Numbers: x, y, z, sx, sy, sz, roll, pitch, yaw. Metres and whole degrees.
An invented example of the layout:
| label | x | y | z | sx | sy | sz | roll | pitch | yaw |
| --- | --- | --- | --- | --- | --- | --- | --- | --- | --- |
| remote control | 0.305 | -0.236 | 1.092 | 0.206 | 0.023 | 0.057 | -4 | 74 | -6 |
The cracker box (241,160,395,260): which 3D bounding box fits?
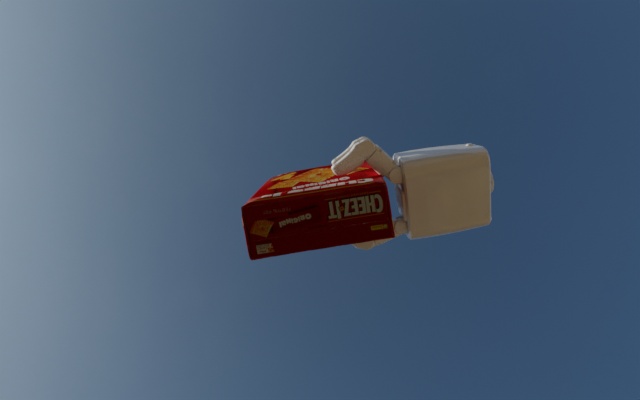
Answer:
| label | x | y | z | sx | sy | sz | roll | pitch | yaw |
| --- | --- | --- | --- | --- | --- | --- | --- | --- | --- |
| cracker box | 0.000 | 0.002 | 0.619 | 0.164 | 0.072 | 0.213 | -10 | 10 | 4 |
